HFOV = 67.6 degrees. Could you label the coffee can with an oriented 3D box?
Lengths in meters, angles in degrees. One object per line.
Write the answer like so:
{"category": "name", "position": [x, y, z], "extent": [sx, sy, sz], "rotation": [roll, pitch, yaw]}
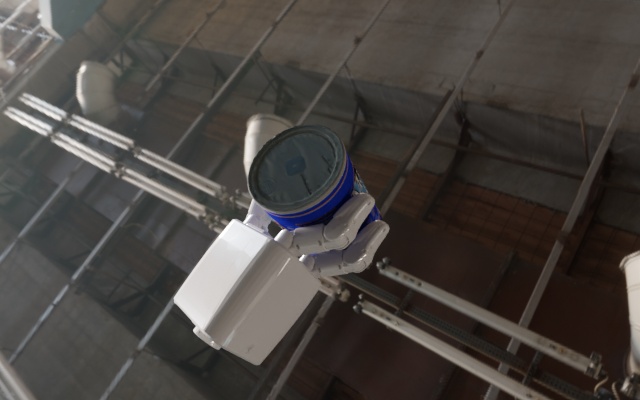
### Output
{"category": "coffee can", "position": [0.000, 0.001, 0.513], "extent": [0.103, 0.102, 0.140], "rotation": [0, -31, 25]}
